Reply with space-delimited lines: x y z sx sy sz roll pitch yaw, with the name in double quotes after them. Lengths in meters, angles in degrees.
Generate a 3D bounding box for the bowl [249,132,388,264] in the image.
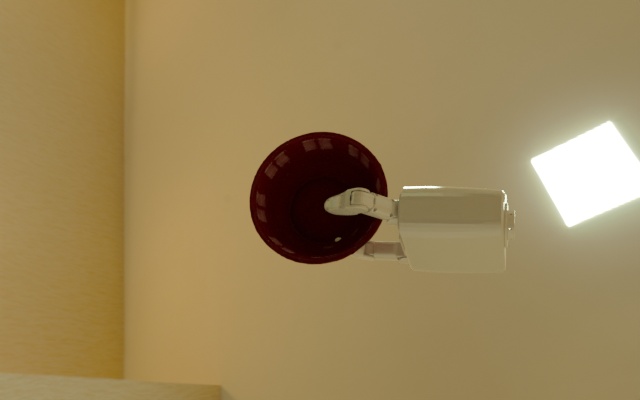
-0.001 0.002 0.571 0.162 0.162 0.055 0 -19 9 "bowl"
